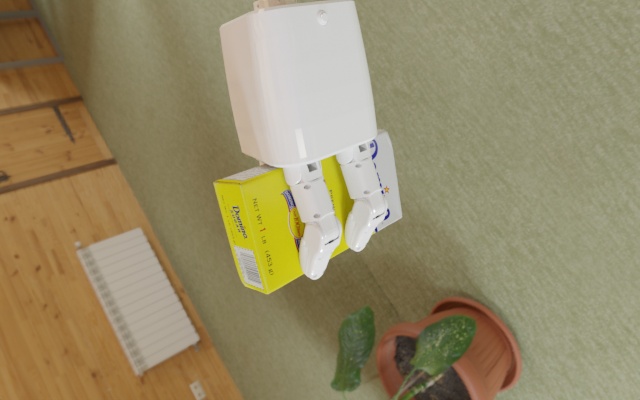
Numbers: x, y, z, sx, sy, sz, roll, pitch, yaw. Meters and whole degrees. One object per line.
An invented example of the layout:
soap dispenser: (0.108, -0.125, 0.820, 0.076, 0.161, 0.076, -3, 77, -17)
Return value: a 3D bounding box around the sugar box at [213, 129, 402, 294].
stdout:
sugar box: (0.000, 0.001, 0.422, 0.176, 0.093, 0.048, -24, 21, -37)
